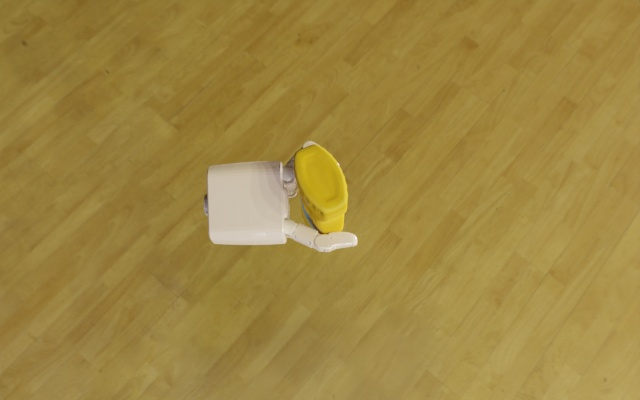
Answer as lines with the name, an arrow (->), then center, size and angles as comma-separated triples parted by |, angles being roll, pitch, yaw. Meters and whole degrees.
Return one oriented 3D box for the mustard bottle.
mustard bottle -> 0.000, 0.002, 0.678 | 0.058, 0.096, 0.192 | -25, -18, -8
